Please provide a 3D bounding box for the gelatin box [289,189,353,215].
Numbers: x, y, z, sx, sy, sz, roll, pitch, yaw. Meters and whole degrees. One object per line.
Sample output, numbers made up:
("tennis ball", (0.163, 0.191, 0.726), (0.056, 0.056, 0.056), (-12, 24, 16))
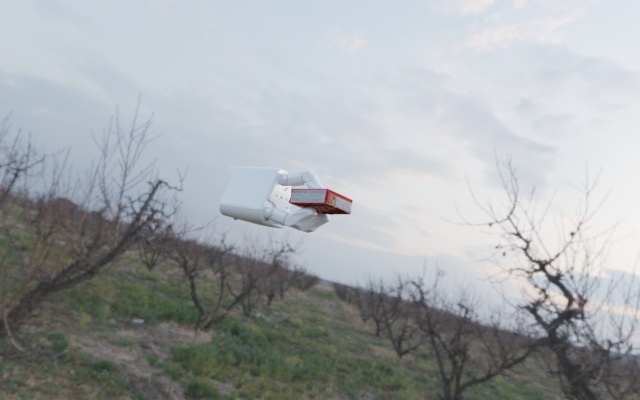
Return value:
("gelatin box", (0.000, 0.002, 0.847), (0.089, 0.030, 0.073), (0, -16, 41))
